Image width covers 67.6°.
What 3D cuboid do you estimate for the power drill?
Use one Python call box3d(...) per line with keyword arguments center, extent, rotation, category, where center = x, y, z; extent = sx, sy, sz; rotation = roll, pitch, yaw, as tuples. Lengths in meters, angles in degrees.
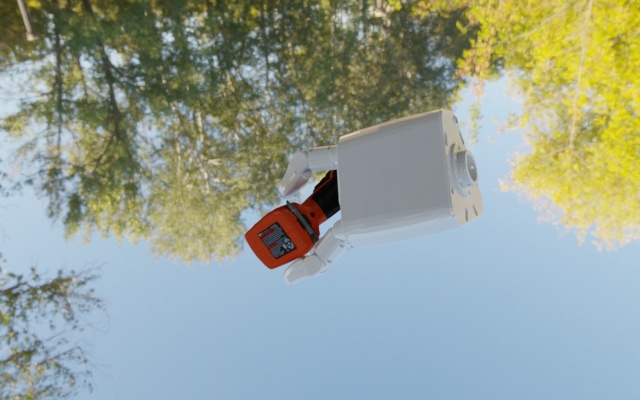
box3d(center=(0.000, 0.002, 0.568), extent=(0.187, 0.057, 0.184), rotation=(-41, 2, -35), category="power drill")
